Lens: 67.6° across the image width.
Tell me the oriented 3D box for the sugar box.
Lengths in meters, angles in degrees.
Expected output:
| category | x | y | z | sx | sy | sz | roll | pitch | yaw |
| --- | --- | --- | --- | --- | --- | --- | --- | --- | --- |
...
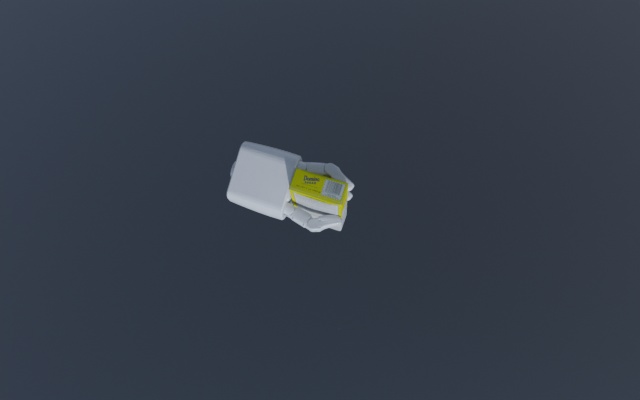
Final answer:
| category | x | y | z | sx | sy | sz | roll | pitch | yaw |
| --- | --- | --- | --- | --- | --- | --- | --- | --- | --- |
| sugar box | 0.000 | 0.002 | 0.853 | 0.093 | 0.048 | 0.176 | 18 | -14 | 7 |
